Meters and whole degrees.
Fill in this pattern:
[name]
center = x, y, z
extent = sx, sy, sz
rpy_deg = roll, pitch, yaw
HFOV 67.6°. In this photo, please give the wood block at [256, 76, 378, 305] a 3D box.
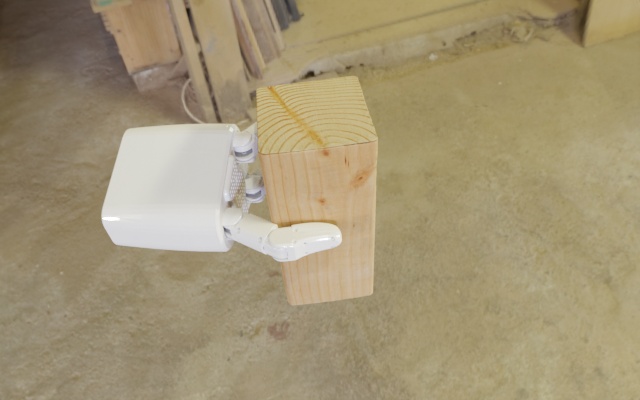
[wood block]
center = 0.000, 0.002, 0.449
extent = 0.090, 0.090, 0.206
rpy_deg = -7, -44, -2
